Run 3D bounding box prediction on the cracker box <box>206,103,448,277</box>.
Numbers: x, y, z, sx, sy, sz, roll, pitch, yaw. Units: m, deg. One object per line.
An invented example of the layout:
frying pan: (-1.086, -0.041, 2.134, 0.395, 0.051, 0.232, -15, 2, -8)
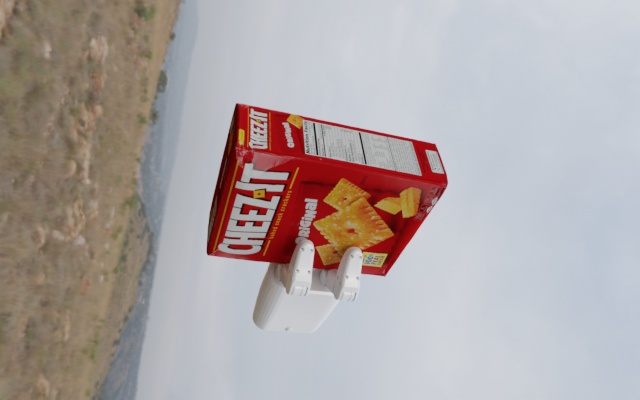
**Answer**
cracker box: (0.000, 0.002, 0.504, 0.214, 0.072, 0.164, 9, -44, -17)
